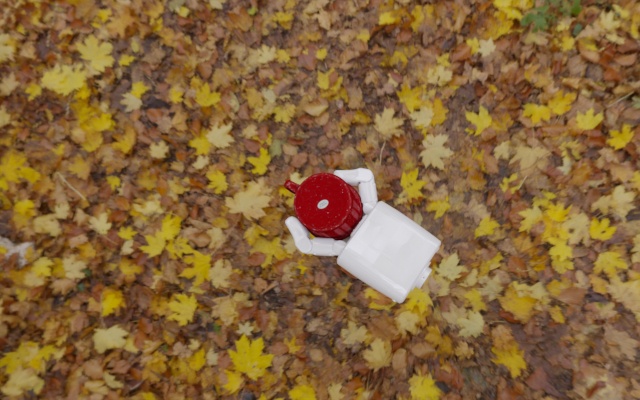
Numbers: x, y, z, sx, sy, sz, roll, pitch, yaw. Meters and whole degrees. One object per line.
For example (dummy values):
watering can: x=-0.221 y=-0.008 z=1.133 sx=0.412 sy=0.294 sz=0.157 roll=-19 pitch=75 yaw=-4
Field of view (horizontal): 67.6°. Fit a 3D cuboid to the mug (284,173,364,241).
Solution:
mug: x=-0.001 y=0.001 z=0.670 sx=0.117 sy=0.093 sz=0.081 roll=32 pitch=-2 yaw=14
